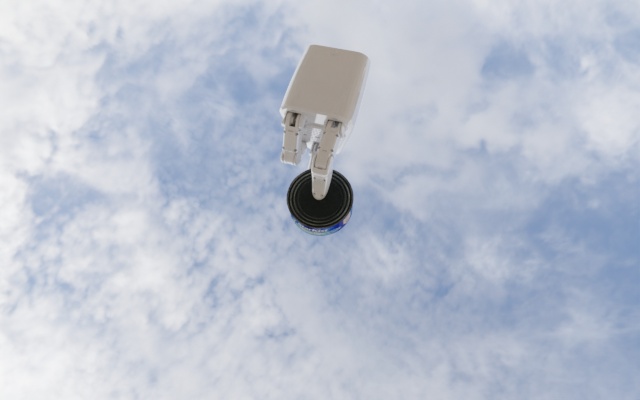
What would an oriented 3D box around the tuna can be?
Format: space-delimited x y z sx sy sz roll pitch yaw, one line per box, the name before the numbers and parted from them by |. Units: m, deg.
tuna can | 0.000 0.002 0.622 0.086 0.086 0.034 0 -24 3
